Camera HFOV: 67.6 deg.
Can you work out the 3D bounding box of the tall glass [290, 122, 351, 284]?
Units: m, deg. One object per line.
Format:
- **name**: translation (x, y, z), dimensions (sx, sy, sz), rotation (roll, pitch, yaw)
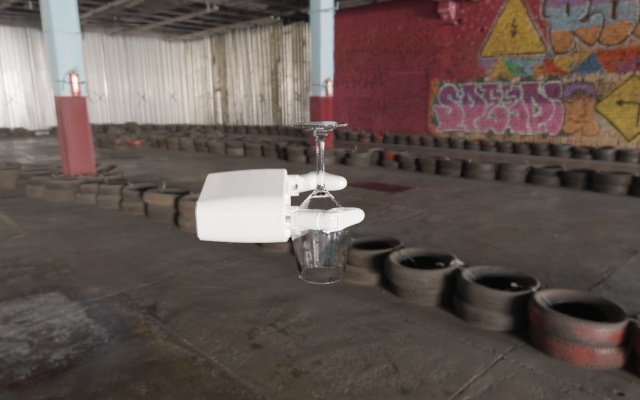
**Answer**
- **tall glass**: translation (0.000, 0.001, 0.613), dimensions (0.079, 0.201, 0.079), rotation (-1, 12, 0)
